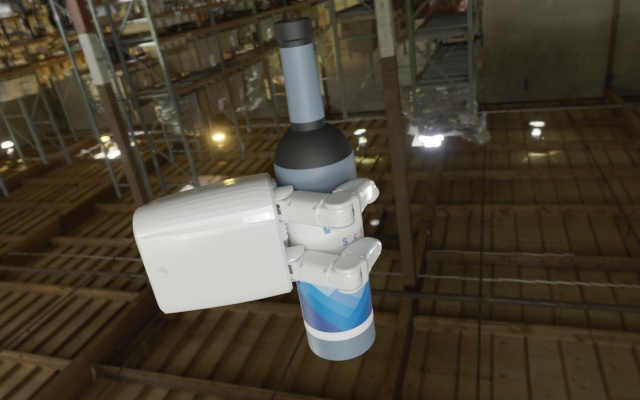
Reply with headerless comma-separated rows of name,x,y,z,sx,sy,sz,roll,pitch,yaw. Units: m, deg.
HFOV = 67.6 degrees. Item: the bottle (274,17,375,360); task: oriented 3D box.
bottle,0.000,0.002,0.407,0.069,0.296,0.069,-7,25,3
